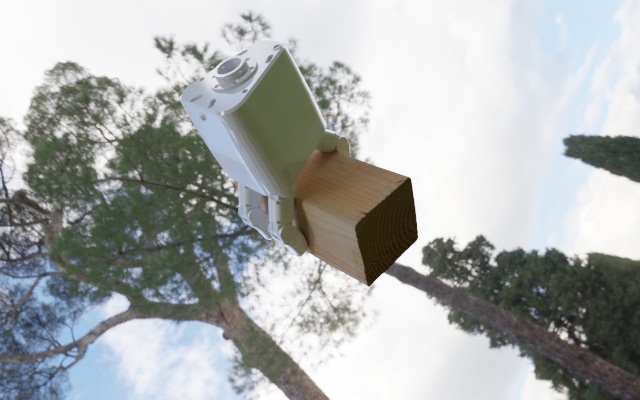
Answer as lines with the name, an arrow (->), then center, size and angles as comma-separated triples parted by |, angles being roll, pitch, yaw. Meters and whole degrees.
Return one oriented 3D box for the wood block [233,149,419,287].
wood block -> 0.000, 0.001, 0.553 | 0.090, 0.090, 0.206 | -38, 42, -28
